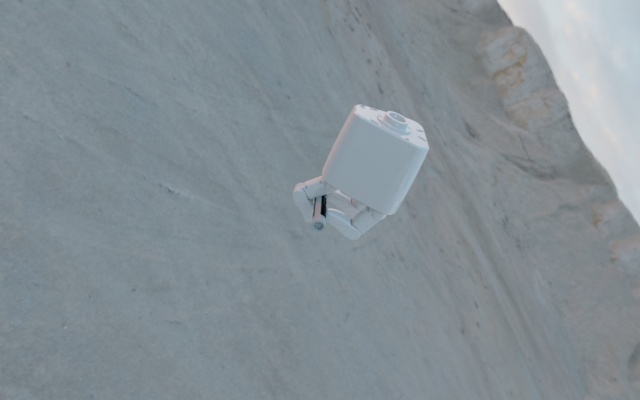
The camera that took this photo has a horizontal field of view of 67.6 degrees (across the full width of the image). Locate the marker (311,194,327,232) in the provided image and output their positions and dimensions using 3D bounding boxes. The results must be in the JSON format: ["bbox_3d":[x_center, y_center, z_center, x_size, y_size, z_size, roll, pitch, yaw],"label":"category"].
[{"bbox_3d":[0.000,0.002,0.672,0.020,0.020,0.121,0,32,3],"label":"marker"}]
